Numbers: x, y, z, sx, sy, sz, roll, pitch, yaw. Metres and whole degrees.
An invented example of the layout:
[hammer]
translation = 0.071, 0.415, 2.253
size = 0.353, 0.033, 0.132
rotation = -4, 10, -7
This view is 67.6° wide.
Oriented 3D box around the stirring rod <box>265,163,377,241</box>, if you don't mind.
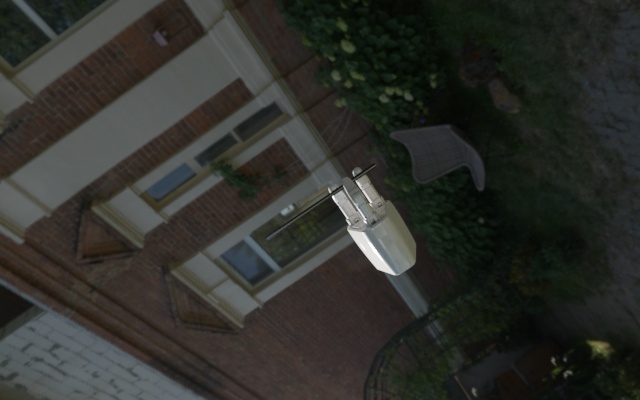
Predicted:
[stirring rod]
translation = 0.000, 0.003, 0.871
size = 0.239, 0.011, 0.011
rotation = -34, -2, 3
